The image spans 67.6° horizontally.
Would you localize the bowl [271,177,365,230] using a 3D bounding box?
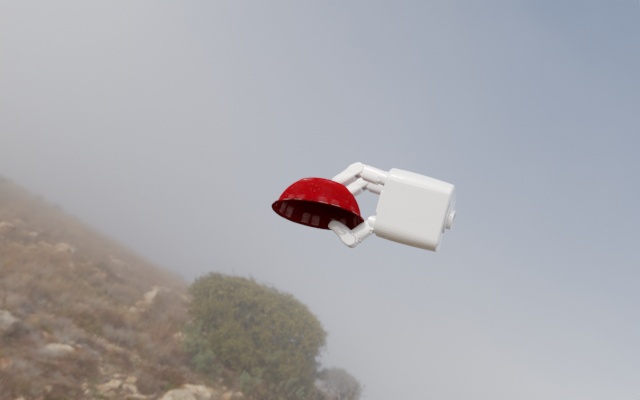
[{"bbox_3d":[-0.001,0.002,0.819,0.162,0.055,0.162,9,-18,3],"label":"bowl"}]
